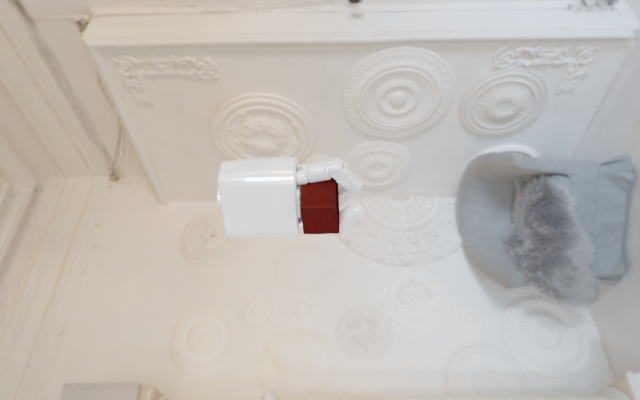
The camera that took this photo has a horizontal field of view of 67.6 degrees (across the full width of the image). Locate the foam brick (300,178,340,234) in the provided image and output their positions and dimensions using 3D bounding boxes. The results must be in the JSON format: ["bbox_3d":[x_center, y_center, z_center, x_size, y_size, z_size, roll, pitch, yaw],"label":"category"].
[{"bbox_3d":[0.000,0.002,0.665,0.051,0.053,0.078,-2,44,2],"label":"foam brick"}]
